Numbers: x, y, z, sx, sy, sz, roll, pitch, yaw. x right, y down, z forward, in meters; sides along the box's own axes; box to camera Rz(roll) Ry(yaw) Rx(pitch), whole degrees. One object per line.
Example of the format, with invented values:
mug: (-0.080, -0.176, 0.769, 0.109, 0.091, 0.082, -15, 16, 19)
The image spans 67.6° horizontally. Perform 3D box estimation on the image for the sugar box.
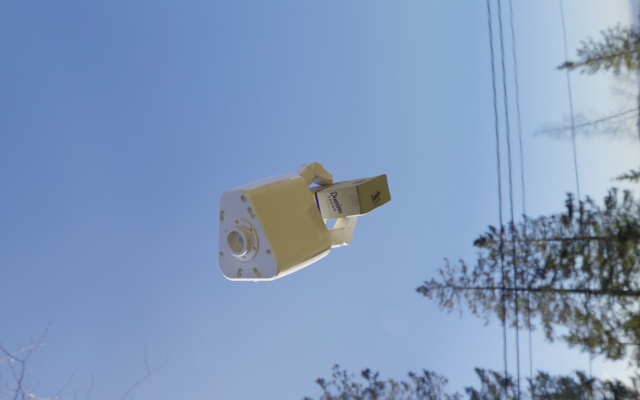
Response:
sugar box: (0.000, 0.003, 0.674, 0.176, 0.048, 0.093, -6, 9, 33)
